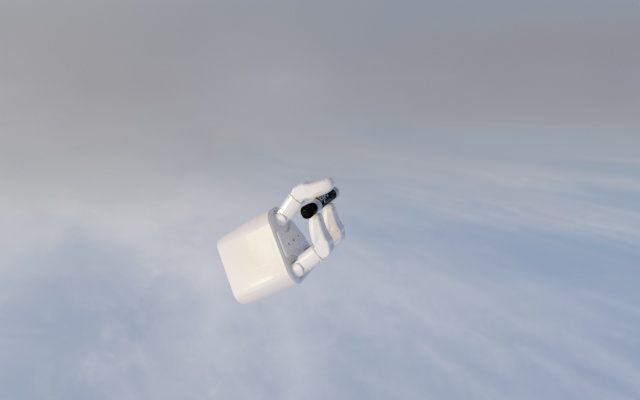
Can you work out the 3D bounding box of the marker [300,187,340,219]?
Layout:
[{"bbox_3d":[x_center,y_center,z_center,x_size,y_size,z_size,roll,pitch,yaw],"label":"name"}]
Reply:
[{"bbox_3d":[0.000,0.002,0.663,0.020,0.020,0.121,0,14,20],"label":"marker"}]
